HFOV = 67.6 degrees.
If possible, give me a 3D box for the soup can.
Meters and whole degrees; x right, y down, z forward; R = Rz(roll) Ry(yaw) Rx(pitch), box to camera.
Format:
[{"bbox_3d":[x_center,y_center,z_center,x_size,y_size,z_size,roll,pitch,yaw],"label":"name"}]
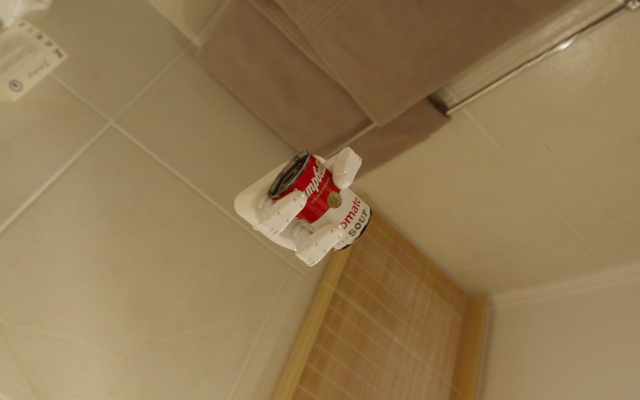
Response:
[{"bbox_3d":[0.001,0.002,0.541,0.102,0.068,0.068,41,-16,-19],"label":"soup can"}]
